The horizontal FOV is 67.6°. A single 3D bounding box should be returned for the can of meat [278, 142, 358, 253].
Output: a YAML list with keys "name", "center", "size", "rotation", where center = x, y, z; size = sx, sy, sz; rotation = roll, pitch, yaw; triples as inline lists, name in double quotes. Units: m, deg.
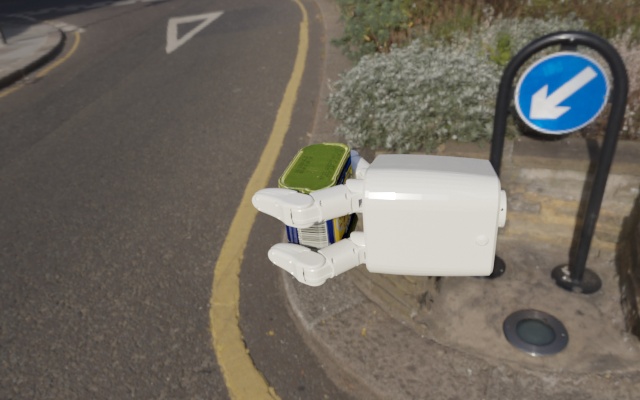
- name: "can of meat"
  center: [0.000, 0.001, 0.460]
  size: [0.057, 0.084, 0.102]
  rotation: [3, 32, 15]
